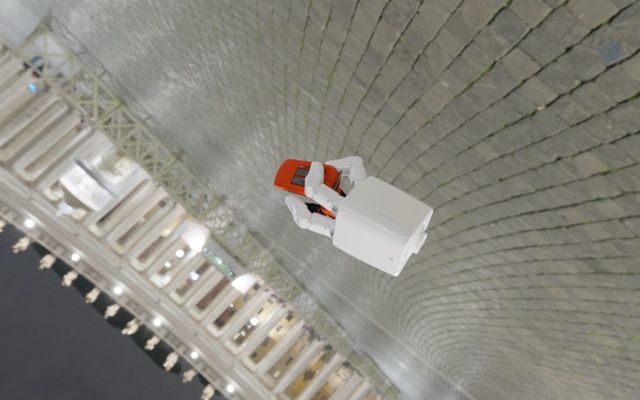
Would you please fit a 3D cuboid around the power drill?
[{"bbox_3d":[0.000,0.003,0.803,0.184,0.057,0.188,11,-22,32],"label":"power drill"}]
